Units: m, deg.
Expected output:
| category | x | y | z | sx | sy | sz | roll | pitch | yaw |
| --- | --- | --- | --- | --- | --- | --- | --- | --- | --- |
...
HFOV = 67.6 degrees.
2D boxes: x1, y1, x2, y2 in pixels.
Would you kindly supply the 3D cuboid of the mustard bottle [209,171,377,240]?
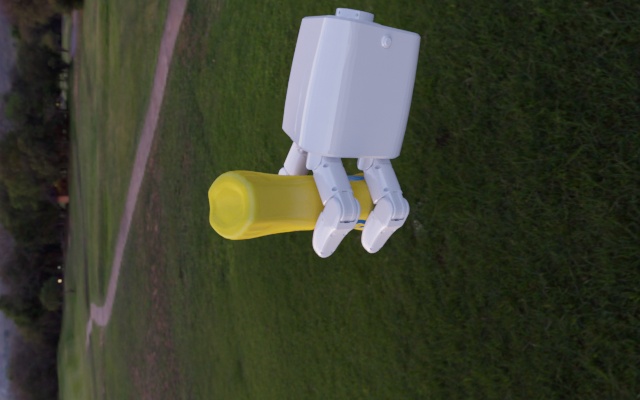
| category | x | y | z | sx | sy | sz | roll | pitch | yaw |
| --- | --- | --- | --- | --- | --- | --- | --- | --- | --- |
| mustard bottle | 0.000 | 0.002 | 0.451 | 0.191 | 0.058 | 0.096 | -2 | -3 | -34 |
